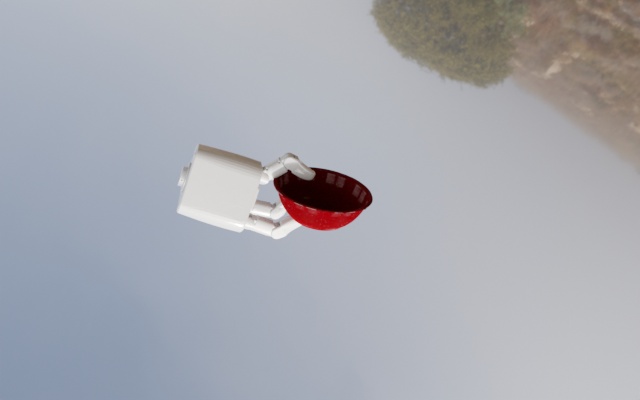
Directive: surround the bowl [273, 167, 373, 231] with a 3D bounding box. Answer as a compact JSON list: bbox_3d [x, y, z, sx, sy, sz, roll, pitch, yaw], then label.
[{"bbox_3d":[0.001,0.003,0.772,0.162,0.055,0.162,9,26,-4],"label":"bowl"}]
